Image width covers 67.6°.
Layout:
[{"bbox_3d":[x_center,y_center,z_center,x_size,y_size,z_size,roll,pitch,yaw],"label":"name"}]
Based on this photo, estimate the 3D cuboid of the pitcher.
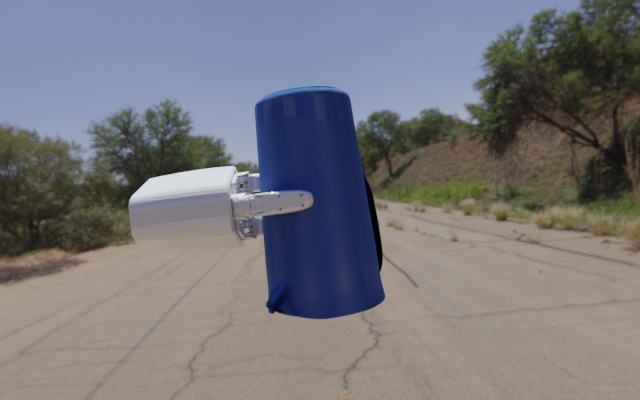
[{"bbox_3d":[0.000,0.002,0.546,0.145,0.243,0.149,-7,2,-1],"label":"pitcher"}]
